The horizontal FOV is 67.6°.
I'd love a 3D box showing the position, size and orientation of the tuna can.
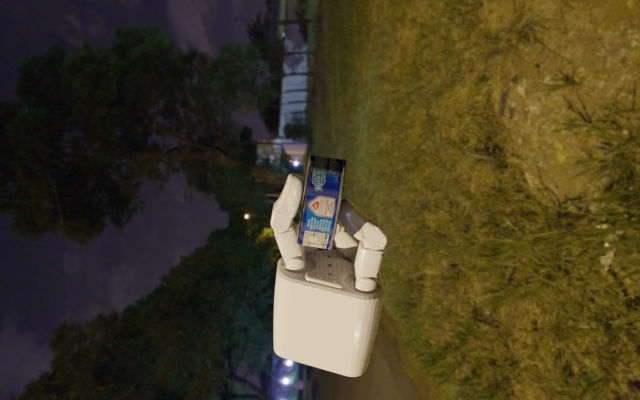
[{"bbox_3d":[0.000,0.001,0.445,0.034,0.086,0.086,9,0,-2],"label":"tuna can"}]
